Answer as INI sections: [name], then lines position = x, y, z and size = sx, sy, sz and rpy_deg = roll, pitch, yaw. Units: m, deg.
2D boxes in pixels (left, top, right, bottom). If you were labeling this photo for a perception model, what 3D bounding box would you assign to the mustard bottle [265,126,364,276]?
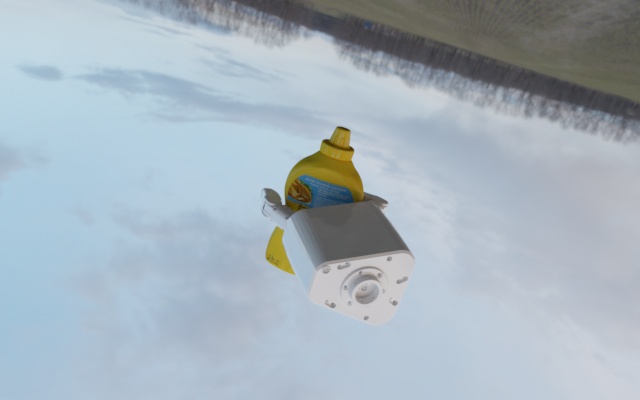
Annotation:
[mustard bottle]
position = 0.000, 0.002, 0.588
size = 0.096, 0.192, 0.058
rpy_deg = 18, 21, 2
